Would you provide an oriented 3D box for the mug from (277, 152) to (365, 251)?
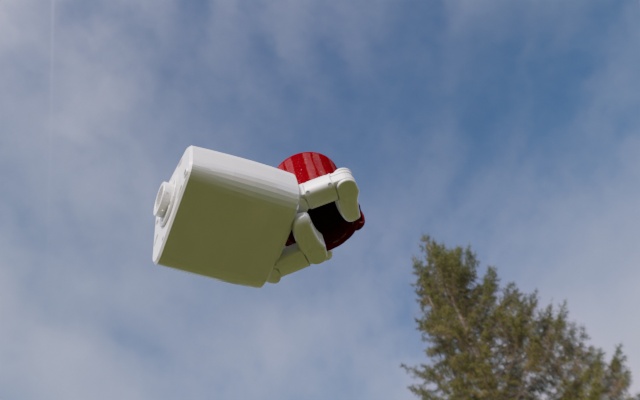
[{"bbox_3d":[0.001,0.002,0.544,0.117,0.093,0.081,17,32,-27],"label":"mug"}]
